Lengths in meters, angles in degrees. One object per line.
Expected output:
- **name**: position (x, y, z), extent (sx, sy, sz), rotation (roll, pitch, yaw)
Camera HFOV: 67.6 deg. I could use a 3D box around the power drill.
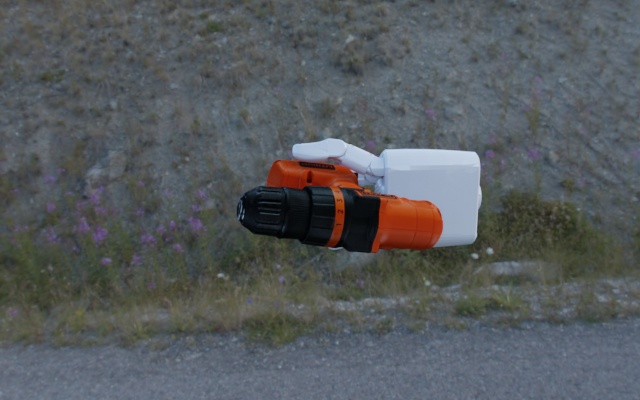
- **power drill**: position (0.000, 0.001, 0.474), extent (0.184, 0.057, 0.187), rotation (8, 12, -19)
